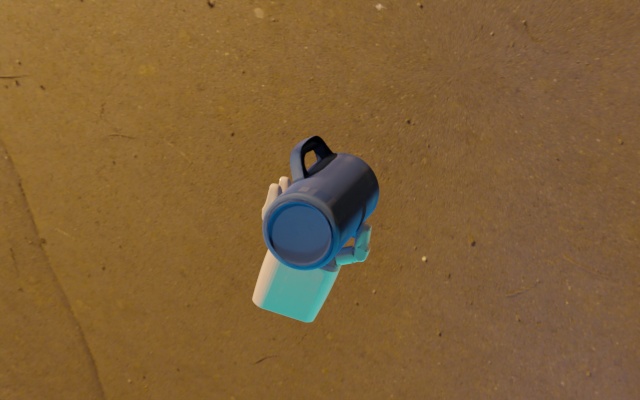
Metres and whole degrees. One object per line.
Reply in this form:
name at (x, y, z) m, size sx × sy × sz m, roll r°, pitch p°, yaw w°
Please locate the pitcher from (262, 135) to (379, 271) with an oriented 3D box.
pitcher at (0.000, 0.003, 0.721) m, size 0.149 × 0.145 × 0.242 m, roll 26°, pitch 20°, yaw 8°
